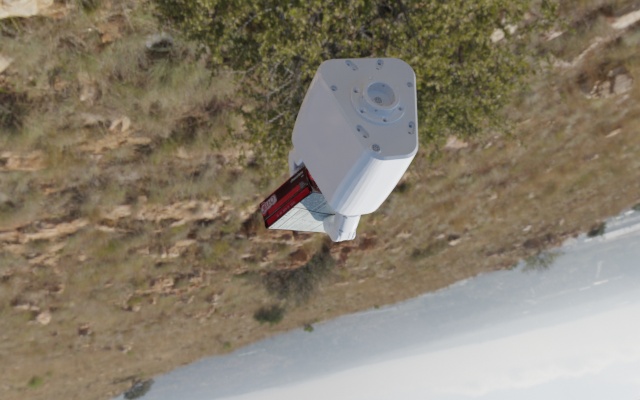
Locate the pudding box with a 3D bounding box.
[{"bbox_3d":[0.000,0.002,0.555,0.113,0.039,0.090,9,-34,-42],"label":"pudding box"}]
